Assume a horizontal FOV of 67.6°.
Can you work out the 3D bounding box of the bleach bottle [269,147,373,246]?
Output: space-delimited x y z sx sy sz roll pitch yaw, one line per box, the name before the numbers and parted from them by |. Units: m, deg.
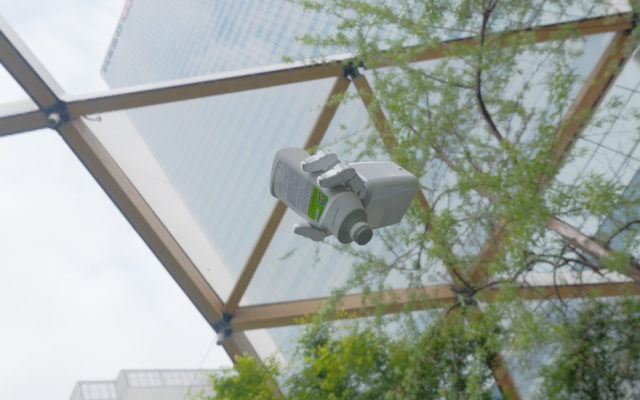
bleach bottle | 0.000 0.002 0.775 0.068 0.103 0.250 -7 31 -30
